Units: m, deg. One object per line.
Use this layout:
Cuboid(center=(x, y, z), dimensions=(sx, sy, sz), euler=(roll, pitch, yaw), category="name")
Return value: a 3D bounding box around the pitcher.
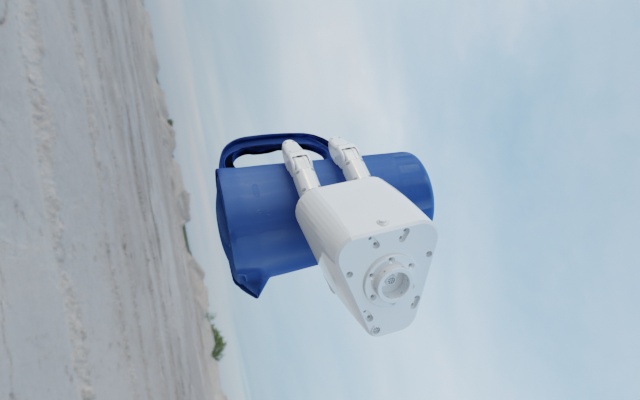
Cuboid(center=(0.000, 0.002, 0.561), dimensions=(0.243, 0.149, 0.145), euler=(-10, 24, -15), category="pitcher")
